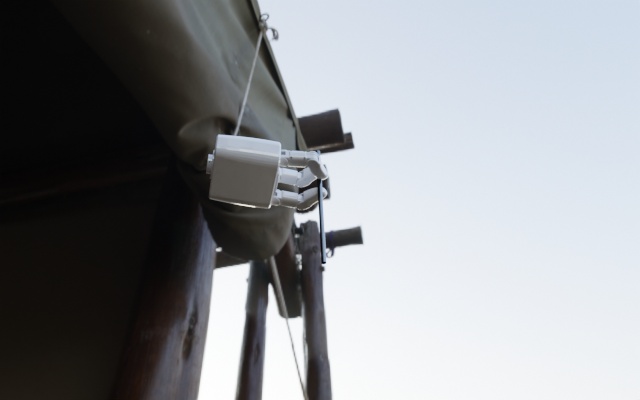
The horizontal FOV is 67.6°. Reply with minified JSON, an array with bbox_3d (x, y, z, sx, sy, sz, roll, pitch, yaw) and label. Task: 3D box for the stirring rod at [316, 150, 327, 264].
[{"bbox_3d":[0.000,0.003,0.798,0.011,0.239,0.011,-2,-40,-2],"label":"stirring rod"}]
